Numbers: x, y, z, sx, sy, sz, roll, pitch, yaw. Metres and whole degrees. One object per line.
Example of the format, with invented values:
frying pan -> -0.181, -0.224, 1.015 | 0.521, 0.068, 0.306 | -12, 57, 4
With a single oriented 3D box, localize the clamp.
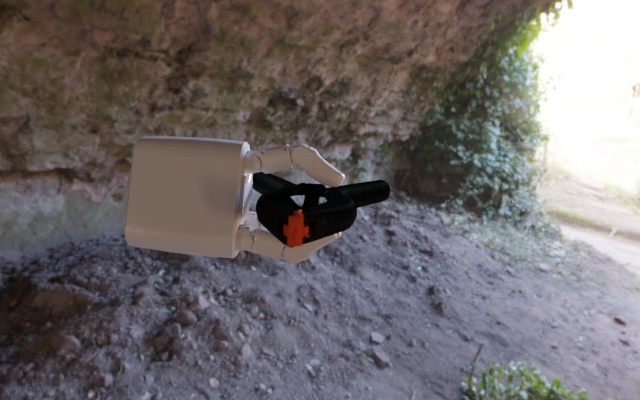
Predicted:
clamp -> 0.000, 0.001, 0.481 | 0.164, 0.036, 0.210 | 2, 13, -1
